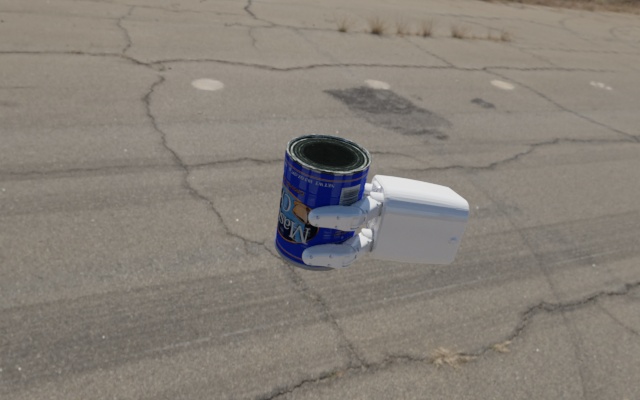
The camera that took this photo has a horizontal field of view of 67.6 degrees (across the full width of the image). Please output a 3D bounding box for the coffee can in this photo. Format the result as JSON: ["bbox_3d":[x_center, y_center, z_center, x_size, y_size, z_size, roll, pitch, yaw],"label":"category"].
[{"bbox_3d":[0.000,0.002,0.598,0.103,0.140,0.102,7,31,-4],"label":"coffee can"}]
